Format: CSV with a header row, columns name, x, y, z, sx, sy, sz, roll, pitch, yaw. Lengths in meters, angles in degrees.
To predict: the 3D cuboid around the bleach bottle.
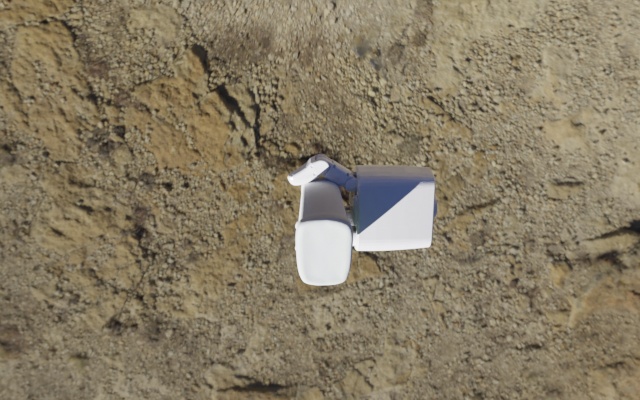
name,x,y,z,sx,sy,sz,roll,pitch,yaw
bleach bottle,0.000,0.002,0.669,0.068,0.103,0.250,-1,31,-2
